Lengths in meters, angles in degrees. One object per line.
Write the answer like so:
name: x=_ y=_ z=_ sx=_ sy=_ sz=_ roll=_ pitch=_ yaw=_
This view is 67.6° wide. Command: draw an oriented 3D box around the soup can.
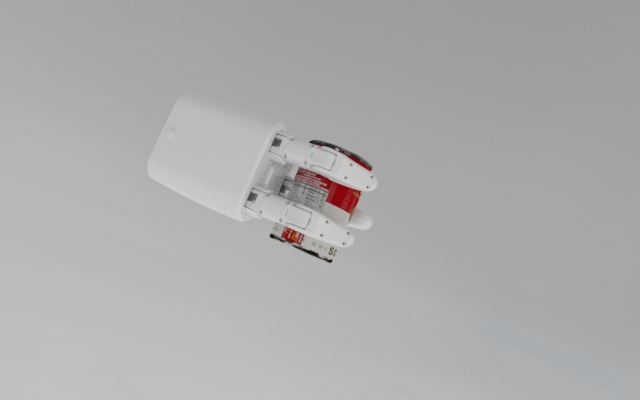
soup can: x=0.000 y=0.002 z=0.463 sx=0.068 sy=0.102 sz=0.068 roll=23 pitch=-6 yaw=3
